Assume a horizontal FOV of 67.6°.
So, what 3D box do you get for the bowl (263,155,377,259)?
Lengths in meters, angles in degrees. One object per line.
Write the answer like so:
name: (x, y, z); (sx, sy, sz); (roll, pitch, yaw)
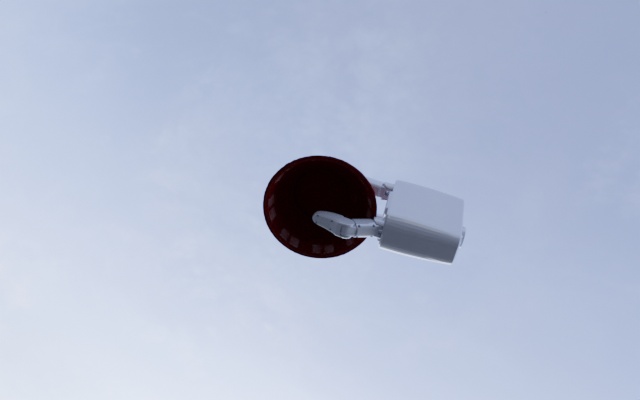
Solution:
bowl: (-0.001, 0.002, 0.693); (0.162, 0.162, 0.055); (0, 26, 3)
